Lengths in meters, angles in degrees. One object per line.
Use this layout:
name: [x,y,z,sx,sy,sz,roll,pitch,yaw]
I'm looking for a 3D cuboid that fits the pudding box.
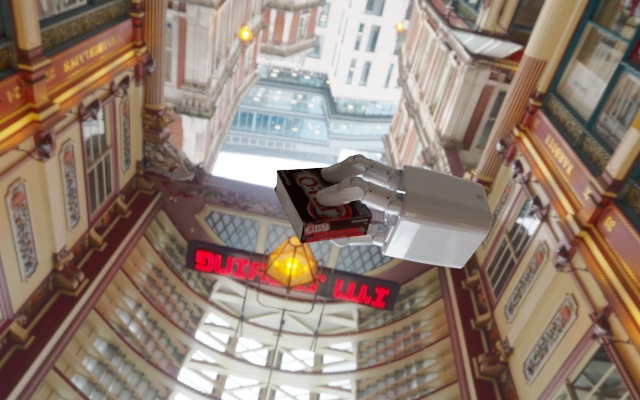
pudding box: [0.000,0.002,0.601,0.090,0.039,0.113,-5,37,-23]
